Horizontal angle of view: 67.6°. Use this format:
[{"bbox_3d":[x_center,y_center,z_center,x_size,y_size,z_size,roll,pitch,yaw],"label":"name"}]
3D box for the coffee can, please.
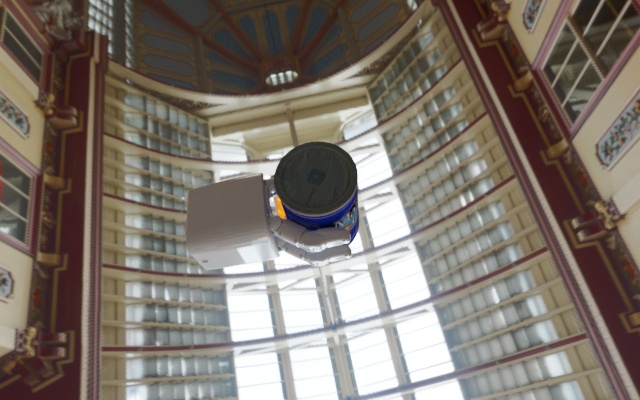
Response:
[{"bbox_3d":[0.000,0.002,0.639,0.103,0.102,0.140,0,-27,6],"label":"coffee can"}]
